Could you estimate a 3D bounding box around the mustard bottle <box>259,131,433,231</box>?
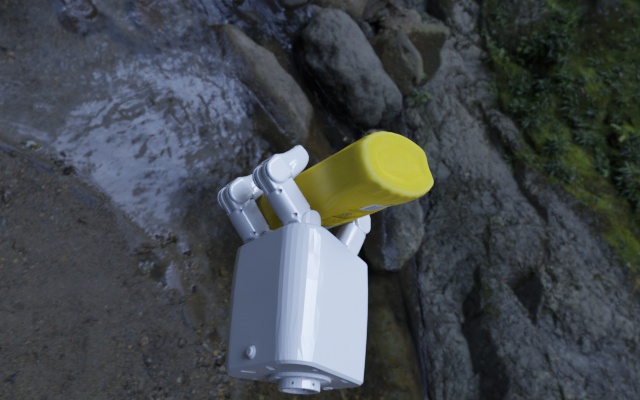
[{"bbox_3d":[0.000,0.001,0.441,0.192,0.058,0.096,-25,-16,40],"label":"mustard bottle"}]
